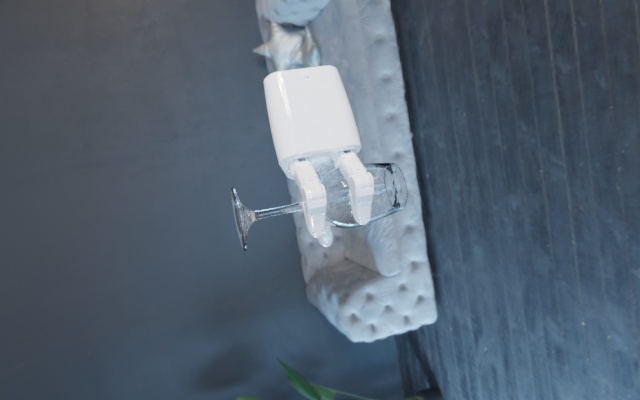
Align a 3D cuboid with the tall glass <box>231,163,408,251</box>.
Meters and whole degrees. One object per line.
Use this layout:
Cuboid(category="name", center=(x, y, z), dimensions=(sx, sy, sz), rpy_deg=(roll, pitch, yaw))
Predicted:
Cuboid(category="tall glass", center=(-0.001, 0.002, 0.569), dimensions=(0.201, 0.079, 0.079), rpy_deg=(-11, 3, -15))
